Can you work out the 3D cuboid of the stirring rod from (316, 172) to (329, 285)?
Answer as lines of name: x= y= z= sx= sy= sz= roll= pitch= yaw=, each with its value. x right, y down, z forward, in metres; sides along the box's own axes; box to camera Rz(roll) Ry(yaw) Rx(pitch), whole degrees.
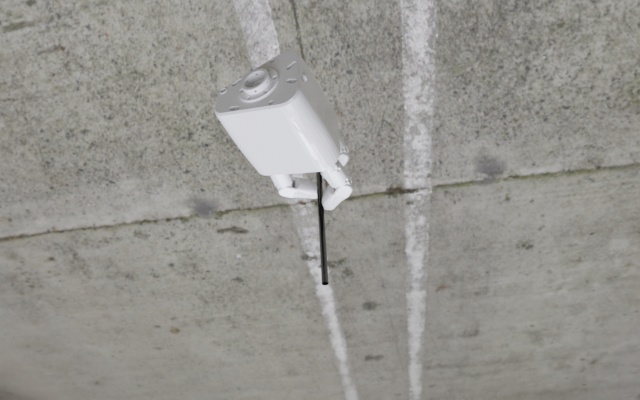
stirring rod: x=0.000 y=0.002 z=0.625 sx=0.011 sy=0.239 sz=0.011 roll=-2 pitch=-38 yaw=-2
